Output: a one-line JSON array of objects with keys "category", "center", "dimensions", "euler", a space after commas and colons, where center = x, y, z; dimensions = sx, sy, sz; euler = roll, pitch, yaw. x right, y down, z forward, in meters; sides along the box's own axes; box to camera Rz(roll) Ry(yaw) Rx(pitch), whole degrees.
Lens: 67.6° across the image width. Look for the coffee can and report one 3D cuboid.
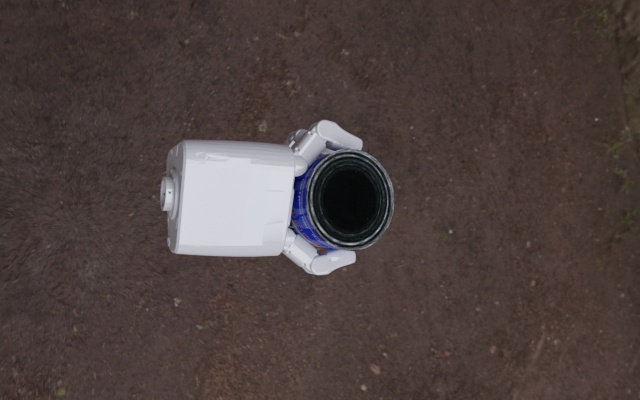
[{"category": "coffee can", "center": [0.000, 0.002, 0.536], "dimensions": [0.103, 0.103, 0.140], "euler": [0, -2, -27]}]
